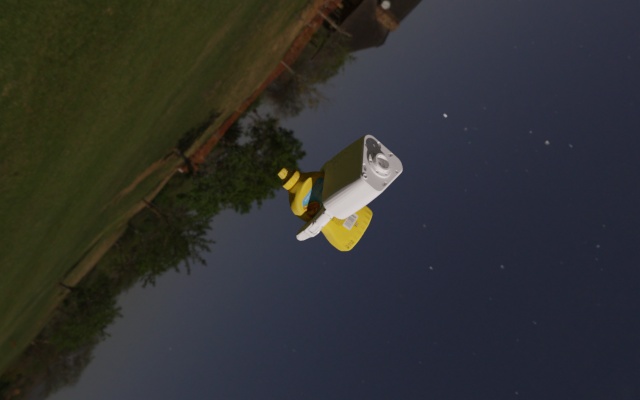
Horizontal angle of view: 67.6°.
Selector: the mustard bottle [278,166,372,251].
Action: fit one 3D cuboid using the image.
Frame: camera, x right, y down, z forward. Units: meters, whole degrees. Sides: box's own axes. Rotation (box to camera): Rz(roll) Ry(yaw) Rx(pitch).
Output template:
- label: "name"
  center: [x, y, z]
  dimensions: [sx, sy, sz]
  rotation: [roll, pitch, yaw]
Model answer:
- label: "mustard bottle"
  center: [0.000, 0.003, 0.884]
  dimensions: [0.192, 0.096, 0.058]
  rotation: [39, -18, -14]
